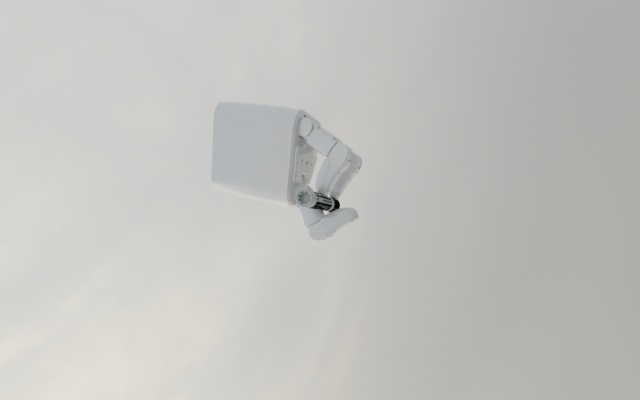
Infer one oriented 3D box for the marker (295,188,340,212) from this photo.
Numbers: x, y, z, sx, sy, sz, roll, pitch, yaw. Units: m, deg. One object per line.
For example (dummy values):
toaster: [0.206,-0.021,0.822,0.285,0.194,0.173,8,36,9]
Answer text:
marker: [0.000,0.002,0.532,0.020,0.020,0.121,0,-4,16]
